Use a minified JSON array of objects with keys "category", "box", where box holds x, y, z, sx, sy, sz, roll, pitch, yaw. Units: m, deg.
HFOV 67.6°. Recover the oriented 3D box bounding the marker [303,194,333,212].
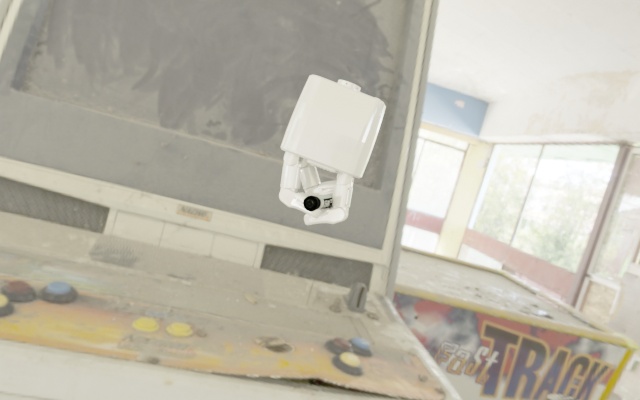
[{"category":"marker","box":[0.000,0.002,0.607,0.020,0.020,0.121,0,1,12]}]
